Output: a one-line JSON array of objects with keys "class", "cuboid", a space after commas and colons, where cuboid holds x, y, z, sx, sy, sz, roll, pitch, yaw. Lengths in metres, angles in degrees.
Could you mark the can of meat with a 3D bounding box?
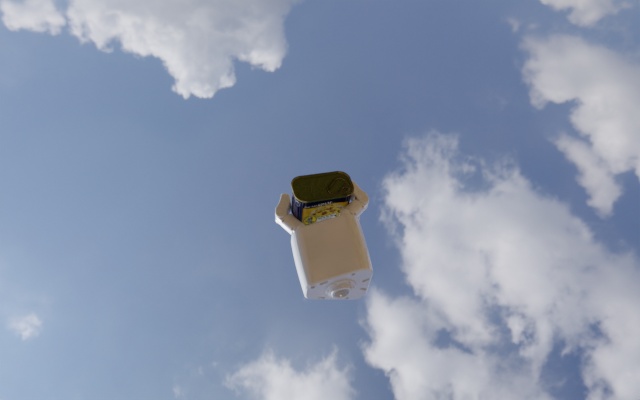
[{"class": "can of meat", "cuboid": [0.000, 0.003, 0.812, 0.102, 0.057, 0.084, -9, -40, -14]}]
